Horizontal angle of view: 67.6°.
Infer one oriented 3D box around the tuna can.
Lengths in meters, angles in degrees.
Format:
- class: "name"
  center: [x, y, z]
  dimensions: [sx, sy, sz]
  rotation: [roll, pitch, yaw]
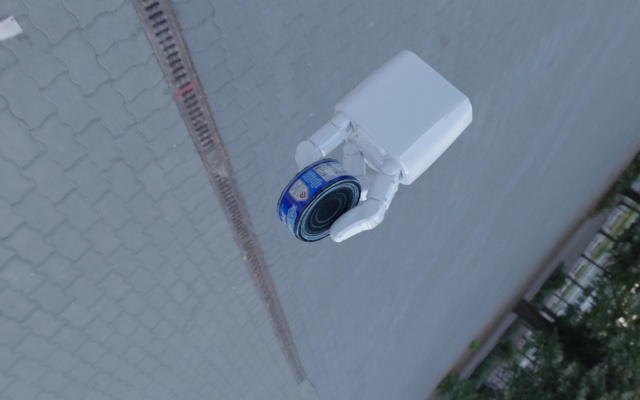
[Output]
- class: "tuna can"
  center: [0.000, 0.002, 0.484]
  dimensions: [0.086, 0.086, 0.033]
  rotation: [0, 39, -51]
